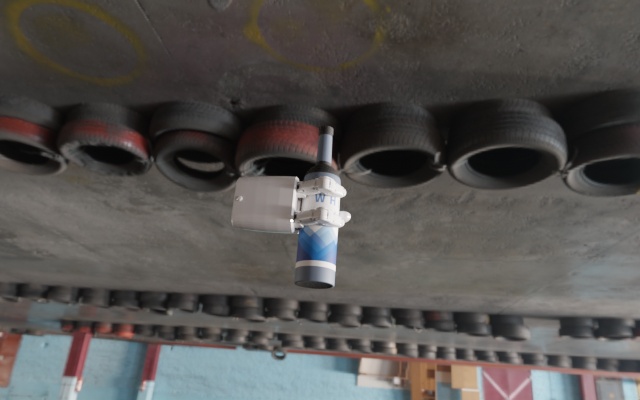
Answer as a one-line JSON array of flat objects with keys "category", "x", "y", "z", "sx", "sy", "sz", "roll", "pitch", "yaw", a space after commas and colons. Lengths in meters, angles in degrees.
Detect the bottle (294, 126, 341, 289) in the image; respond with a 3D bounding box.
[{"category": "bottle", "x": 0.000, "y": 0.003, "z": 0.840, "sx": 0.069, "sy": 0.295, "sz": 0.069, "roll": 4, "pitch": -21, "yaw": 2}]
